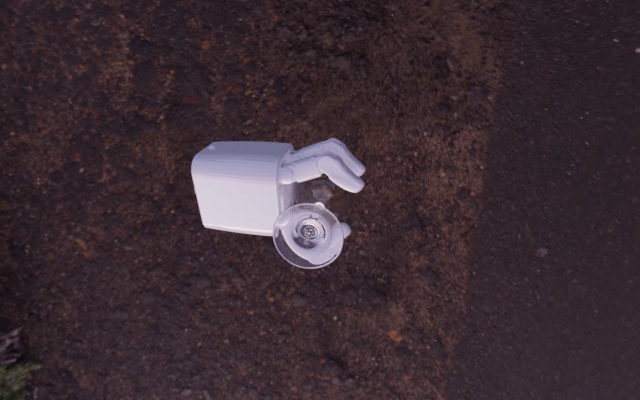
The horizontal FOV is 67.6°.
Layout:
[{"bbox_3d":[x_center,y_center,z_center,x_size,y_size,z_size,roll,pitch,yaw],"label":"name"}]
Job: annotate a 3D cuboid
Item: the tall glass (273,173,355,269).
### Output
[{"bbox_3d":[0.000,0.002,0.580,0.079,0.079,0.201,0,21,9],"label":"tall glass"}]
